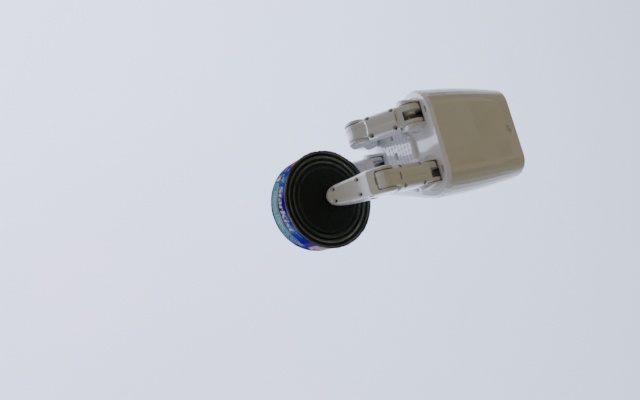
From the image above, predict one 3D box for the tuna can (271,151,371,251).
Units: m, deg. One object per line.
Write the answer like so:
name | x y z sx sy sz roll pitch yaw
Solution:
tuna can | 0.000 0.002 0.424 0.086 0.086 0.034 0 -11 -31
